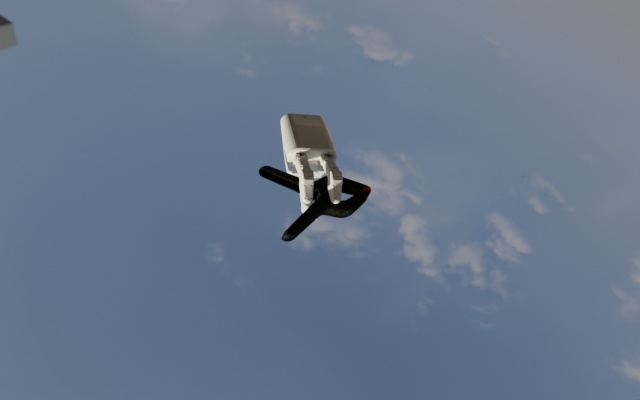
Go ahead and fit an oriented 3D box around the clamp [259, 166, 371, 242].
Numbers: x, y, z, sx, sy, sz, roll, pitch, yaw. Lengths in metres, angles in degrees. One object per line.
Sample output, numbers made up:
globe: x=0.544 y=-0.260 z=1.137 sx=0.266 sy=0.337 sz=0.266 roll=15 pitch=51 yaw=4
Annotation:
clamp: x=0.000 y=0.003 z=0.878 sx=0.210 sy=0.164 sz=0.036 roll=0 pitch=-38 yaw=-20
